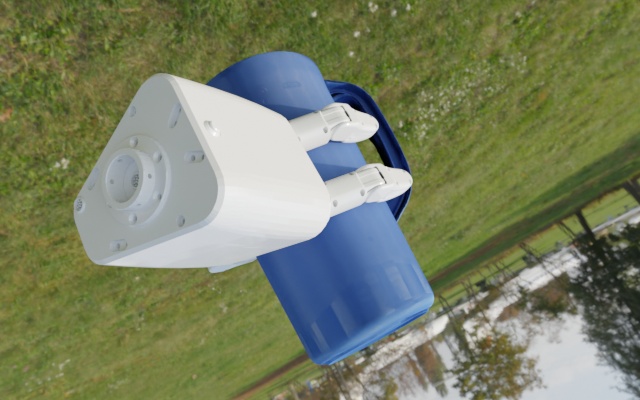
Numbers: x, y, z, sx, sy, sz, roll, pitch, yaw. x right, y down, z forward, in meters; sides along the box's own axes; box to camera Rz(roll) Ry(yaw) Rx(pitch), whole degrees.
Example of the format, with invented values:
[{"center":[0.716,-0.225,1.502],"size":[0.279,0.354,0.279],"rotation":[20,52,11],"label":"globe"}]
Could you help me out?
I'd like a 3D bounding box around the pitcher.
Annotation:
[{"center":[0.000,0.001,0.410],"size":[0.149,0.242,0.145],"rotation":[-36,-21,22],"label":"pitcher"}]
